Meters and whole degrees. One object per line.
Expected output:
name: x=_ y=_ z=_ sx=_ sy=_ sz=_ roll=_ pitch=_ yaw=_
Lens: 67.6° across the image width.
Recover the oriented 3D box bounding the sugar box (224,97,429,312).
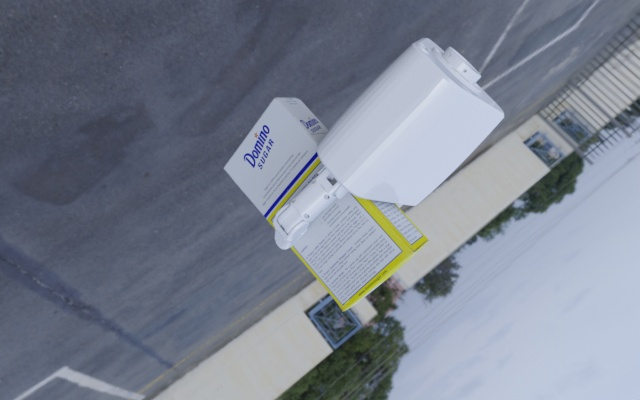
sugar box: x=0.000 y=0.001 z=0.425 sx=0.093 sy=0.176 sz=0.048 roll=-47 pitch=-16 yaw=28
